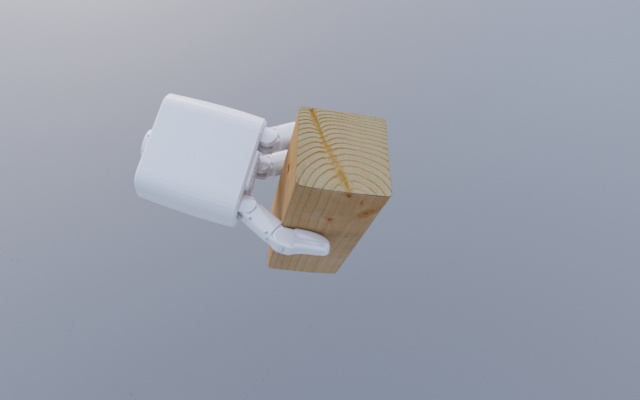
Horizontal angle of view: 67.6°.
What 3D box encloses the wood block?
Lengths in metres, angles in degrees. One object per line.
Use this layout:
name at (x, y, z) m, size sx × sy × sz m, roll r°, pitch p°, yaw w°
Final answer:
wood block at (0.000, 0.002, 0.528) m, size 0.090 × 0.090 × 0.206 m, roll 7°, pitch -29°, yaw -10°
